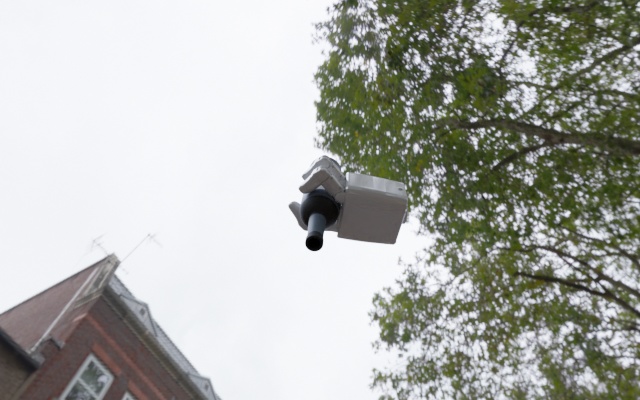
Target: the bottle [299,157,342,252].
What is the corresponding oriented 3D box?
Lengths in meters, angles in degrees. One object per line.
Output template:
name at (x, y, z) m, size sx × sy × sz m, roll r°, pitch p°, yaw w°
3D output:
bottle at (0.000, 0.003, 0.833) m, size 0.069 × 0.069 × 0.295 m, roll 0°, pitch 25°, yaw 4°
